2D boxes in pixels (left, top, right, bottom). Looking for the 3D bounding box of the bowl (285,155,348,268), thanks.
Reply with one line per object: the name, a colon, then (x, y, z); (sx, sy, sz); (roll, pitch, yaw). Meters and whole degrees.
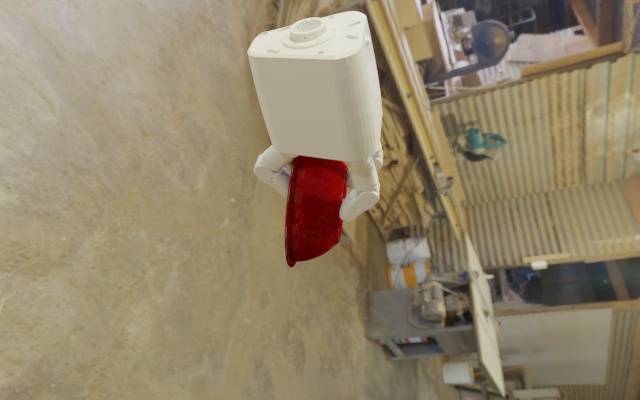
bowl: (0.001, 0.003, 0.564); (0.055, 0.162, 0.162); (7, 1, 5)
